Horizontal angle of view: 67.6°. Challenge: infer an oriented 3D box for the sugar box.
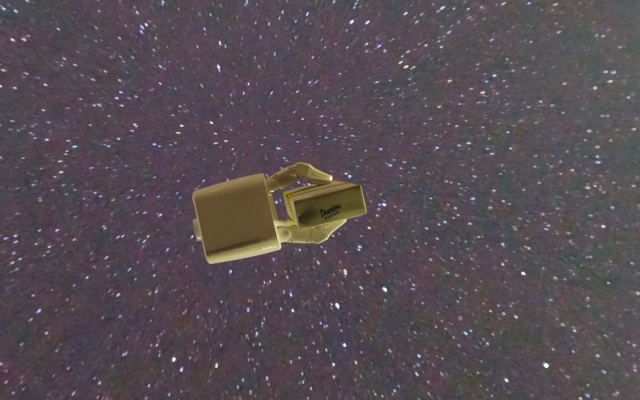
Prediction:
[{"bbox_3d":[0.000,0.003,0.696,0.093,0.048,0.176,-14,9,-7],"label":"sugar box"}]
